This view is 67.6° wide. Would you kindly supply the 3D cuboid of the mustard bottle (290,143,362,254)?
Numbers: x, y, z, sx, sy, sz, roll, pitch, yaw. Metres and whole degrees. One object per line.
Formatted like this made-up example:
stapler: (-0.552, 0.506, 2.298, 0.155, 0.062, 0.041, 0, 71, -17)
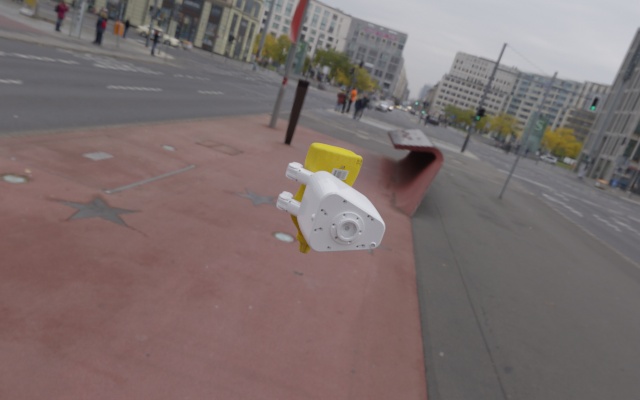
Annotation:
mustard bottle: (0.000, 0.002, 0.819, 0.096, 0.192, 0.058, 8, 18, -37)
